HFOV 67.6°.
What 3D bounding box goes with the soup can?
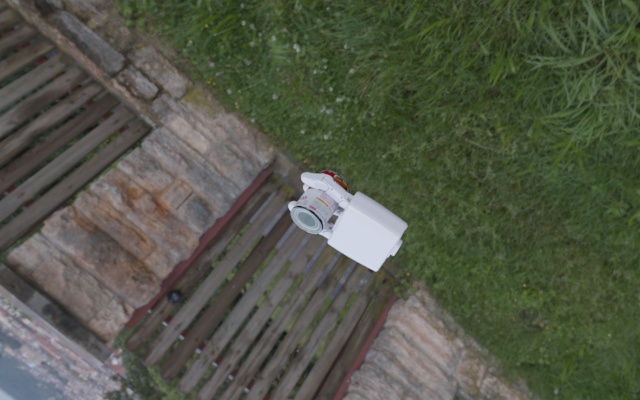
[{"bbox_3d":[0.000,0.003,0.865,0.068,0.068,0.102,0,42,42],"label":"soup can"}]
